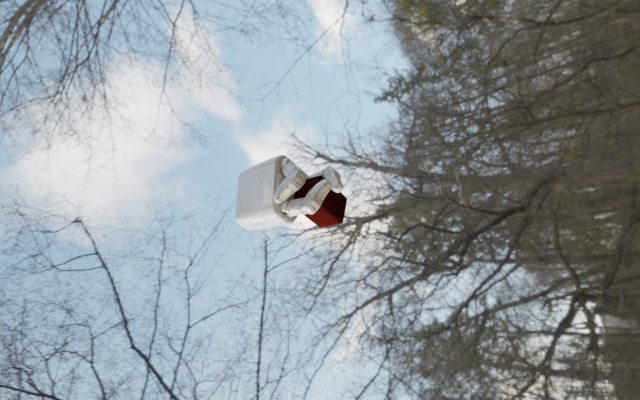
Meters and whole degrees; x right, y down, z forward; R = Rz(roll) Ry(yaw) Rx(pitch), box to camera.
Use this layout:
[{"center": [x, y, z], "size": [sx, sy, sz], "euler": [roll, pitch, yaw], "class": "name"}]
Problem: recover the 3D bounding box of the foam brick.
[{"center": [0.000, 0.003, 0.814], "size": [0.051, 0.053, 0.078], "euler": [-15, -43, 39], "class": "foam brick"}]
